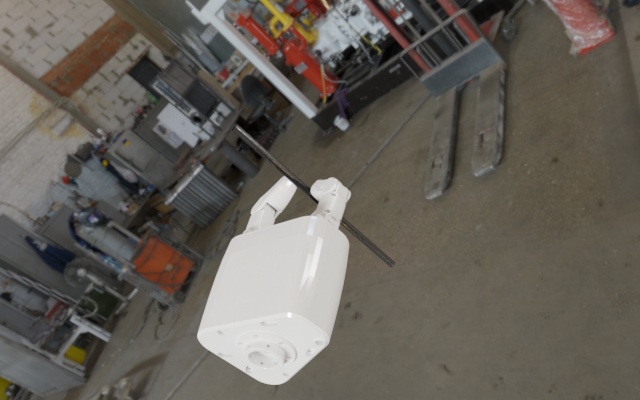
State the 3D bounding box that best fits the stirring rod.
[{"bbox_3d":[0.000,0.002,0.511,0.239,0.011,0.011,41,-18,-22],"label":"stirring rod"}]
